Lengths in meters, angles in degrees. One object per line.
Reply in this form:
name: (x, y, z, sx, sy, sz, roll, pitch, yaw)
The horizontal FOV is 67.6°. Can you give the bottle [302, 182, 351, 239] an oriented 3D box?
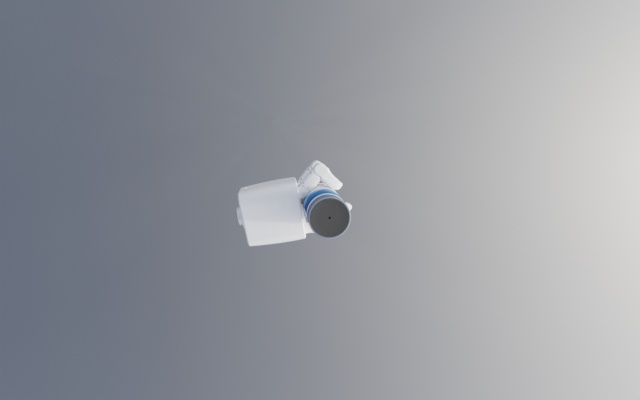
bottle: (0.000, 0.003, 0.876, 0.069, 0.069, 0.295, 0, 9, -6)
